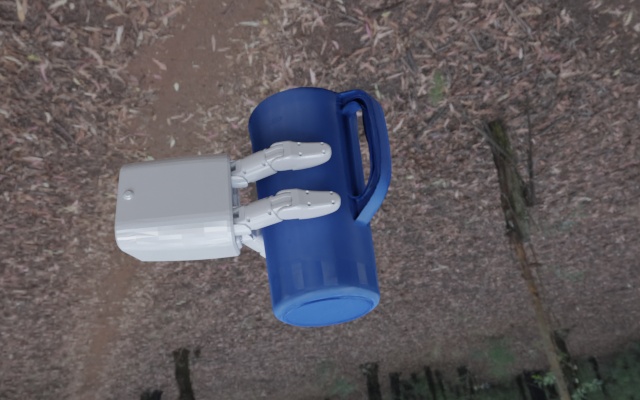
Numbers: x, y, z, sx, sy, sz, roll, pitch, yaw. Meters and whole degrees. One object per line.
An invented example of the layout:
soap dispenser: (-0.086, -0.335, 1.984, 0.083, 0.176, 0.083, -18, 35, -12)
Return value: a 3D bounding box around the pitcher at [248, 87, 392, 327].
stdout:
pitcher: (0.000, 0.002, 0.520, 0.145, 0.242, 0.149, -4, -29, -7)
